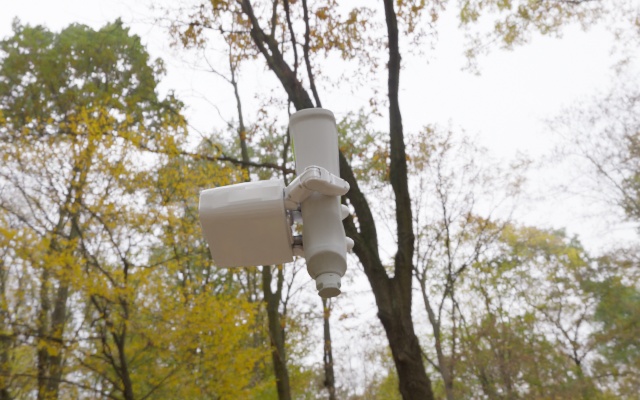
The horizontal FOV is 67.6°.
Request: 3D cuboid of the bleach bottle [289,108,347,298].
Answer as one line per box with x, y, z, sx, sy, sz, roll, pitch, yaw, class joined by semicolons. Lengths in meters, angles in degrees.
0.000;0.002;0.622;0.068;0.250;0.103;-6;-36;1;bleach bottle
